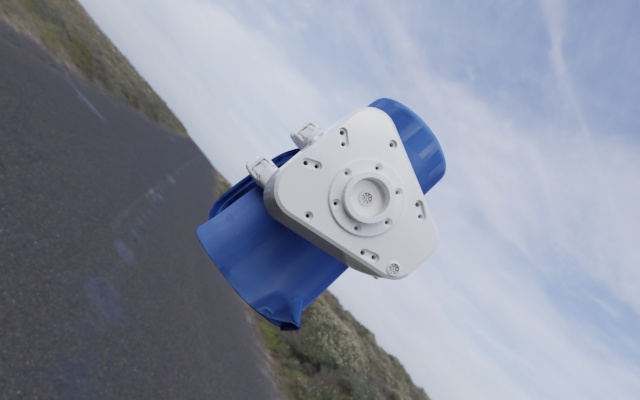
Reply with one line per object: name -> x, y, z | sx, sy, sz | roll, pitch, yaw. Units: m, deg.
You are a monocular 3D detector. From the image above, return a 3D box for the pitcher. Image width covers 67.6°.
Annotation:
pitcher -> 0.000, 0.002, 0.496 | 0.243, 0.149, 0.145 | -40, 3, -7
